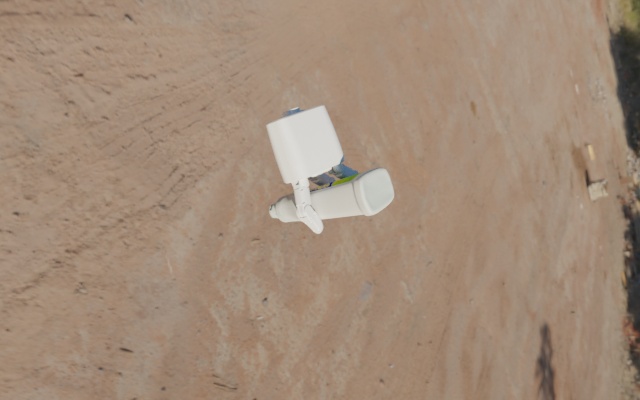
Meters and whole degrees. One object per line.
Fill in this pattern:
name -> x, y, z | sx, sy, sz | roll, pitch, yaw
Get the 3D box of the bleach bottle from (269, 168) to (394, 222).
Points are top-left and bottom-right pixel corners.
bleach bottle -> 0.000, 0.003, 0.852 | 0.251, 0.068, 0.102 | -12, 10, 38
